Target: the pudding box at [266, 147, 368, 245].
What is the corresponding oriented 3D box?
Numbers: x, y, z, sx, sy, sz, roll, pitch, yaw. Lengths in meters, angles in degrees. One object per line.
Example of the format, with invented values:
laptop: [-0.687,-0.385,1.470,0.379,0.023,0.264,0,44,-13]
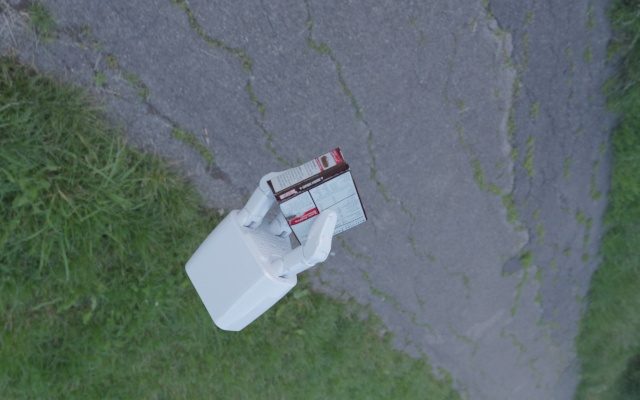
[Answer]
pudding box: [0.000,0.002,0.553,0.090,0.039,0.114,-26,-35,-1]
